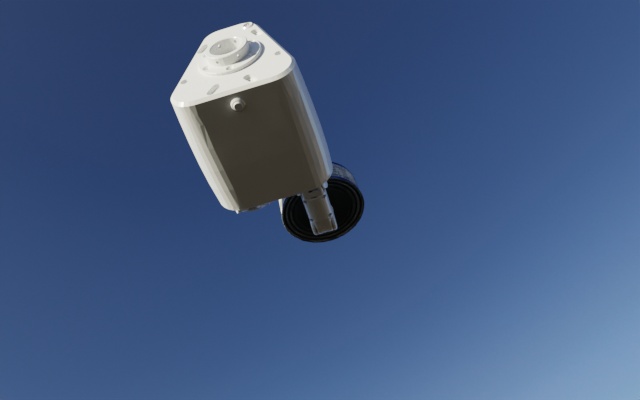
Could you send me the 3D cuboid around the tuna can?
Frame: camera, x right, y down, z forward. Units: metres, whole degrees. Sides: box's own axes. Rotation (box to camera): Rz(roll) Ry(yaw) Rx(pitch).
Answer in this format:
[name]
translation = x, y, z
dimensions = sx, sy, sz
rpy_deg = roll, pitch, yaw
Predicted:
[tuna can]
translation = 0.000, 0.001, 0.497
dimensions = 0.086, 0.086, 0.033
rpy_deg = 0, 39, -15
